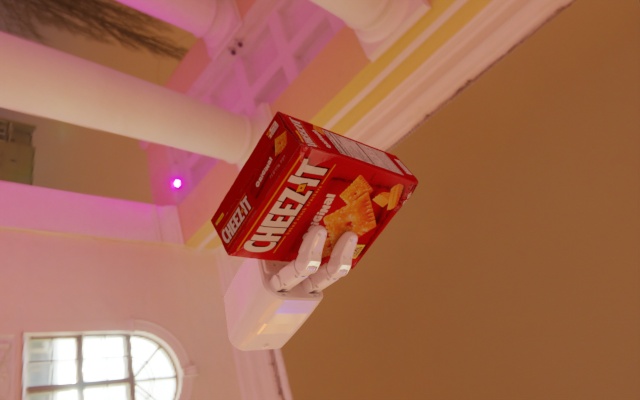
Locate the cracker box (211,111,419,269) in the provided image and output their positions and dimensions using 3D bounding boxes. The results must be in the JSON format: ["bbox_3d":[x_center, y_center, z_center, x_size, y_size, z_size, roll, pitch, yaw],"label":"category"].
[{"bbox_3d":[0.000,0.002,0.596,0.214,0.164,0.072,13,31,-43],"label":"cracker box"}]
